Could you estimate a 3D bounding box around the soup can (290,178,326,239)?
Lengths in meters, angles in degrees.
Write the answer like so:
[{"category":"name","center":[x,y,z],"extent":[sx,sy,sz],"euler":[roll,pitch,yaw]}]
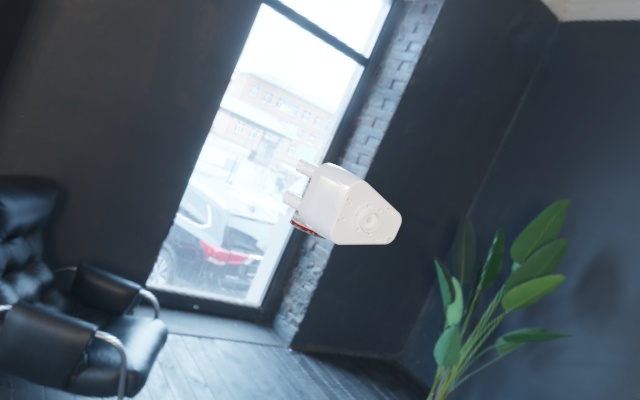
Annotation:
[{"category":"soup can","center":[0.000,0.002,0.776],"extent":[0.068,0.102,0.068],"euler":[23,5,-2]}]
